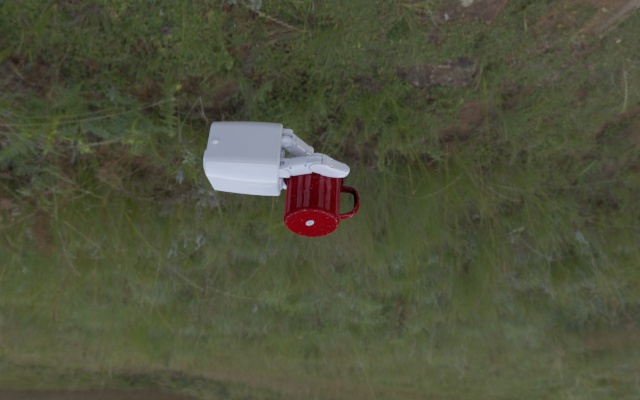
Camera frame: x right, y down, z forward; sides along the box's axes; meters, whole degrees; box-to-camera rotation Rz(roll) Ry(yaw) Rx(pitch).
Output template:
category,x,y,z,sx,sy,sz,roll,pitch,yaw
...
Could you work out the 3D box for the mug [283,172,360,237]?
category,x,y,z,sx,sy,sz,roll,pitch,yaw
mug,0.002,0.003,0.713,0.117,0.081,0.093,4,-33,-2
